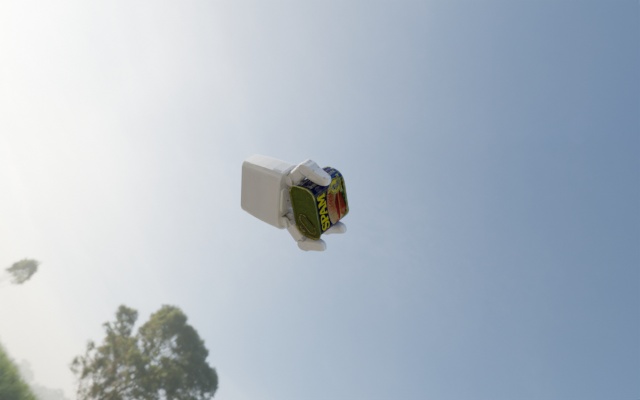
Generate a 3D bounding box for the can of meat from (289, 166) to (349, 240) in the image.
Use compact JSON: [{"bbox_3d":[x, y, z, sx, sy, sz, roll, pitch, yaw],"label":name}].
[{"bbox_3d":[0.000,0.002,0.819,0.057,0.102,0.084,18,41,38],"label":"can of meat"}]
